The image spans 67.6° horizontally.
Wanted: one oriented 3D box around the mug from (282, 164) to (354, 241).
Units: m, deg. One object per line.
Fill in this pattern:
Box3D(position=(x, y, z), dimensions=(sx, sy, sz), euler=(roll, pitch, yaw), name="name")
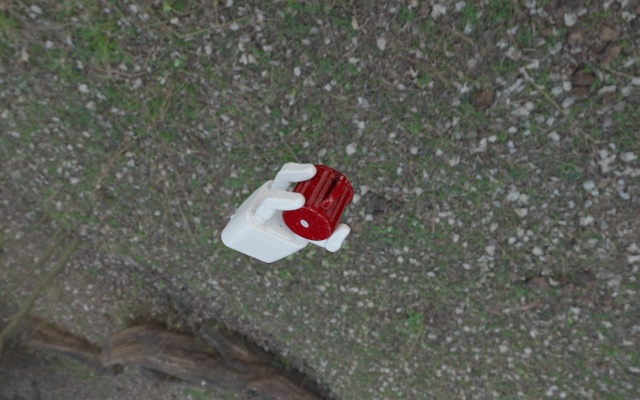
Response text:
Box3D(position=(0.001, 0.002, 0.707), dimensions=(0.093, 0.081, 0.117), euler=(38, -39, -15), name="mug")
